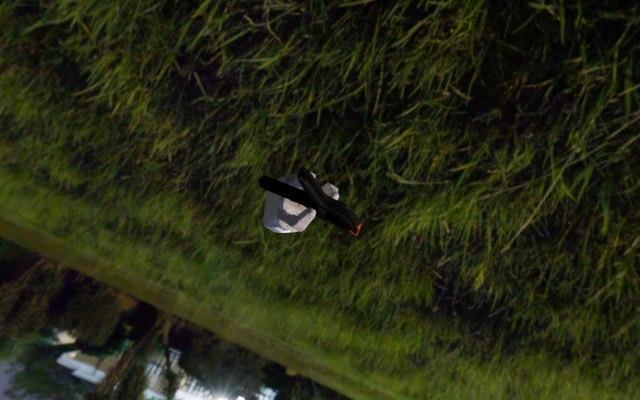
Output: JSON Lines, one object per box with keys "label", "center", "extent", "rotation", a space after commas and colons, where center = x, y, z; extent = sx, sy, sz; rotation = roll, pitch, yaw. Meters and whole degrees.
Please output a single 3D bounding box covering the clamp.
{"label": "clamp", "center": [0.000, 0.004, 0.879], "extent": [0.210, 0.036, 0.164], "rotation": [31, -18, -20]}
